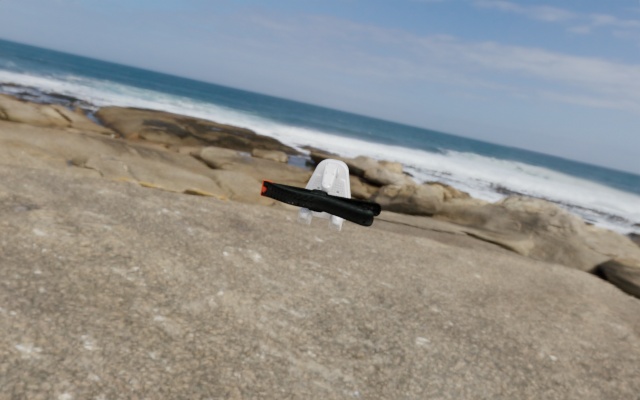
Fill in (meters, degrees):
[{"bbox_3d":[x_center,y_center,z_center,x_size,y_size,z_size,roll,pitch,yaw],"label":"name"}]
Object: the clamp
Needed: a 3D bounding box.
[{"bbox_3d":[0.000,0.002,0.786,0.210,0.036,0.164,13,6,3],"label":"clamp"}]
